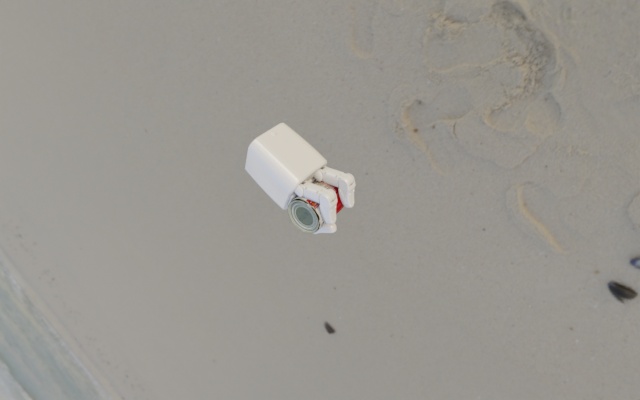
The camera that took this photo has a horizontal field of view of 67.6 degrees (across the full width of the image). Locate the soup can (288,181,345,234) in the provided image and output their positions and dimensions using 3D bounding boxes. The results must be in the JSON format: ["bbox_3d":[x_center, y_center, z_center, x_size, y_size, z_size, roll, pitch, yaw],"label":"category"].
[{"bbox_3d":[0.000,0.003,0.820,0.068,0.068,0.102,0,29,42],"label":"soup can"}]
